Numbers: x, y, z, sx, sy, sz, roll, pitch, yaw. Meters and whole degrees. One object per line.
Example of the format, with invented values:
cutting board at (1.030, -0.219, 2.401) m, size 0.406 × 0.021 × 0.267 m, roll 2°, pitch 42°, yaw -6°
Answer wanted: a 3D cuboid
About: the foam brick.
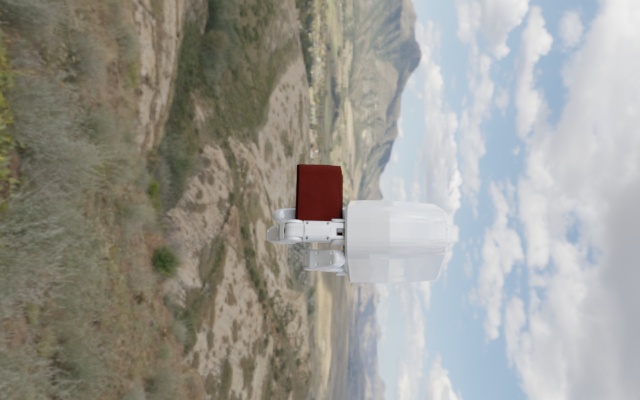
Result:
foam brick at (0.000, 0.002, 0.558) m, size 0.051 × 0.078 × 0.053 m, roll -1°, pitch -13°, yaw 7°
